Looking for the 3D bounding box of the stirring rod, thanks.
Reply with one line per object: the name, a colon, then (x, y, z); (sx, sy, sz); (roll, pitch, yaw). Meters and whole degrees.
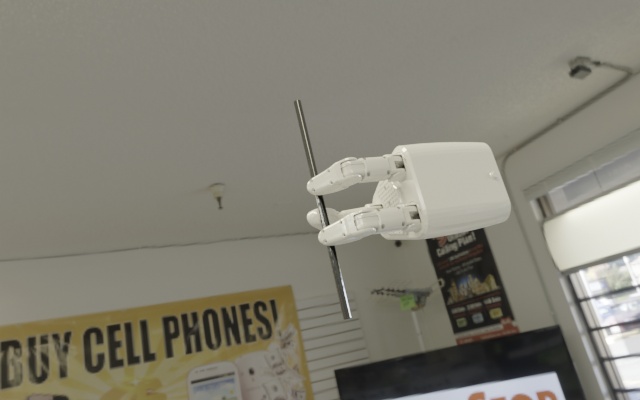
stirring rod: (0.000, 0.002, 0.493); (0.011, 0.239, 0.011); (-12, -18, -4)
